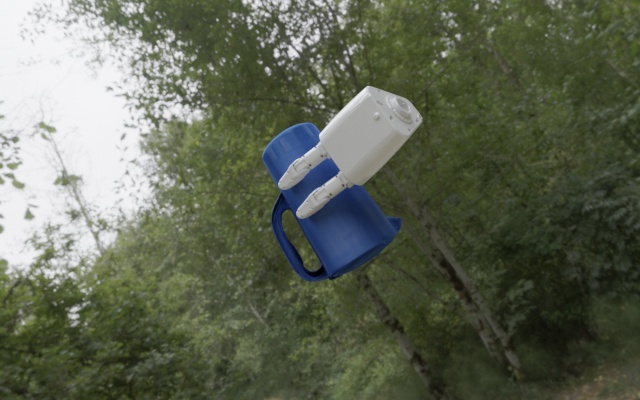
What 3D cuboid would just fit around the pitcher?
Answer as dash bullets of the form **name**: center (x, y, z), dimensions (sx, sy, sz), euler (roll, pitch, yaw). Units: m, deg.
- **pitcher**: center (0.000, 0.002, 0.775), dimensions (0.149, 0.242, 0.145), euler (-17, -21, -50)
